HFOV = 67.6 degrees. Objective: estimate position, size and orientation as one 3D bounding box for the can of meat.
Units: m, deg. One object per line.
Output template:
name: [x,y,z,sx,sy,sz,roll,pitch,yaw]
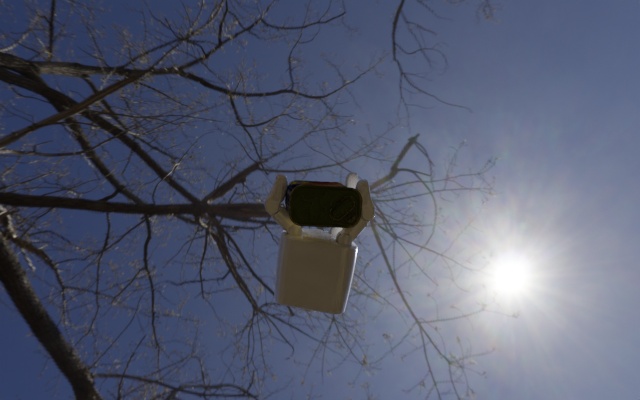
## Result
can of meat: [0.000,0.002,0.691,0.102,0.057,0.084,3,9,-11]
